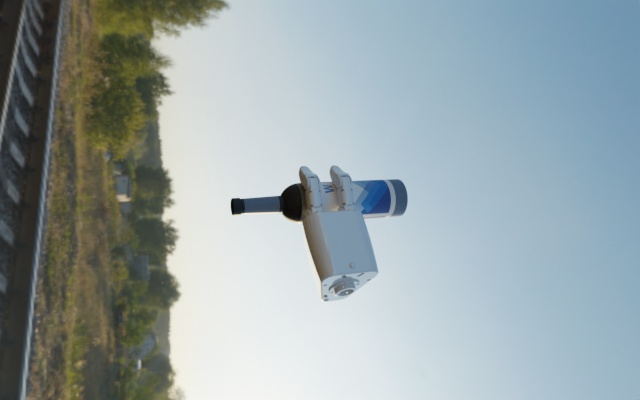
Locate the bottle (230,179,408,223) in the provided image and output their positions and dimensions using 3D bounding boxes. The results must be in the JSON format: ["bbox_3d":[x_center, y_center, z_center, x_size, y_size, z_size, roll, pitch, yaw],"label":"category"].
[{"bbox_3d":[0.000,0.003,0.792,0.296,0.069,0.069,-3,1,-21],"label":"bottle"}]
